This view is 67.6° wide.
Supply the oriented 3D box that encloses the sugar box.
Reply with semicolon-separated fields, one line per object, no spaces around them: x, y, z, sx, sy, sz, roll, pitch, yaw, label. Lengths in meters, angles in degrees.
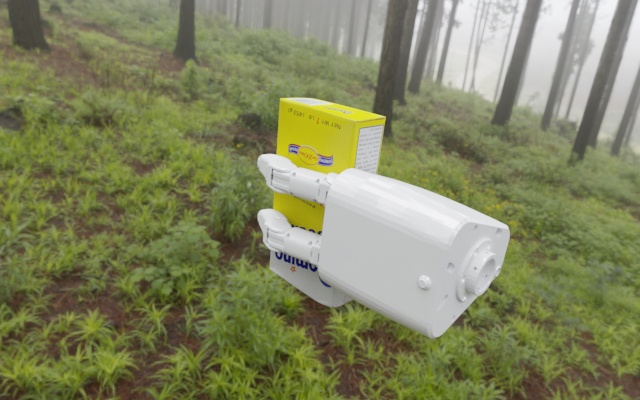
0.000;0.001;0.437;0.048;0.176;0.093;-13;28;-44;sugar box
